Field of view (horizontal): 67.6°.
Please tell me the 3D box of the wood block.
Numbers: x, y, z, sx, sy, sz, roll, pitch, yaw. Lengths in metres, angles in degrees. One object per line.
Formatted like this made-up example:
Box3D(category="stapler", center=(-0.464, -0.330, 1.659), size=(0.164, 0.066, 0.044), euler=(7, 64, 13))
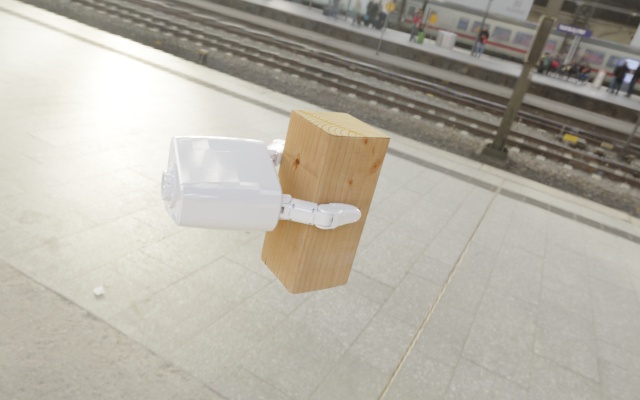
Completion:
Box3D(category="wood block", center=(0.000, 0.002, 0.596), size=(0.090, 0.206, 0.090), euler=(-3, 29, -36))
